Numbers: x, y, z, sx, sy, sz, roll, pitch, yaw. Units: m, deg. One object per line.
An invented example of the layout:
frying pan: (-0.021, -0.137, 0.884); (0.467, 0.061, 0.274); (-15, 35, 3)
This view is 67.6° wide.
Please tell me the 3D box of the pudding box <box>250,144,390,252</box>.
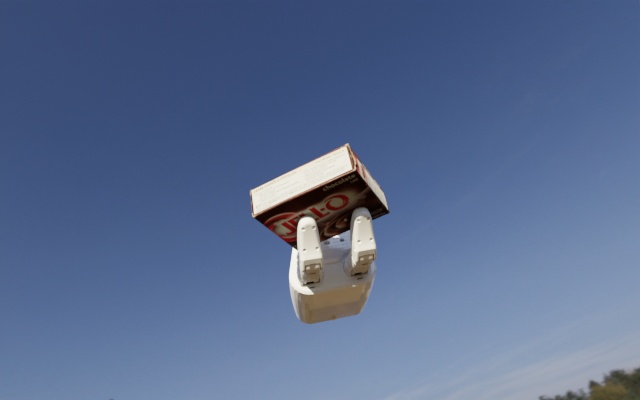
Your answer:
pudding box: (0.000, 0.001, 0.479); (0.113, 0.039, 0.090); (-26, -36, 15)
